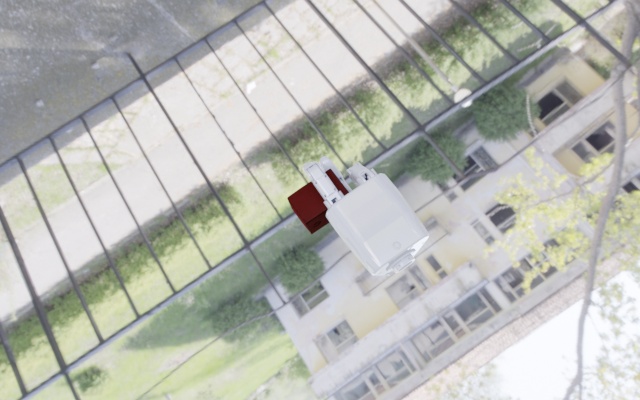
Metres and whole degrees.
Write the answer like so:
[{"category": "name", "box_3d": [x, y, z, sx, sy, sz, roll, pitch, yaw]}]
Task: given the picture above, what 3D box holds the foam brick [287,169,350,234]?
[{"category": "foam brick", "box_3d": [0.000, 0.002, 0.685, 0.078, 0.051, 0.053, -34, -19, -4]}]
